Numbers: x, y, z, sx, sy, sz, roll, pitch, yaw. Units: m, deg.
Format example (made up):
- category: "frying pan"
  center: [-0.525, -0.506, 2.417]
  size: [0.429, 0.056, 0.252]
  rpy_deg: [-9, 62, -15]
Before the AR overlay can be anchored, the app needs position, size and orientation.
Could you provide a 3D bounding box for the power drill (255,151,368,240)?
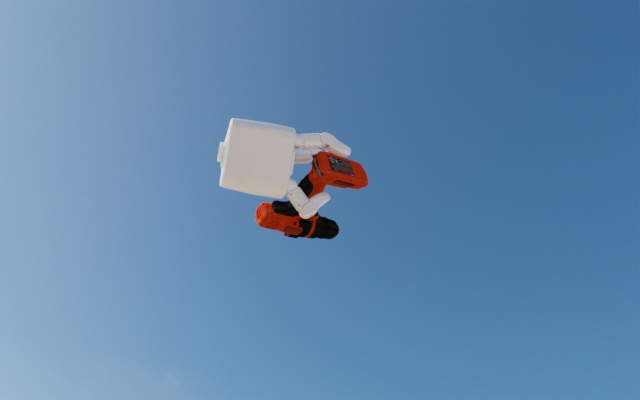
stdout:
- category: "power drill"
  center: [0.000, 0.002, 0.866]
  size: [0.184, 0.057, 0.188]
  rpy_deg: [13, -47, -38]
